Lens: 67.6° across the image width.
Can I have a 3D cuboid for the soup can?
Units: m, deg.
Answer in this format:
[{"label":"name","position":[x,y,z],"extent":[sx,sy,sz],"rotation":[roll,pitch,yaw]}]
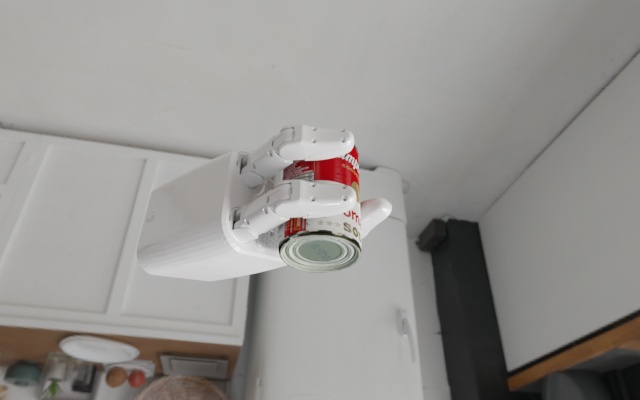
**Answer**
[{"label":"soup can","position":[0.001,0.001,0.404],"extent":[0.068,0.102,0.069],"rotation":[1,-34,0]}]
